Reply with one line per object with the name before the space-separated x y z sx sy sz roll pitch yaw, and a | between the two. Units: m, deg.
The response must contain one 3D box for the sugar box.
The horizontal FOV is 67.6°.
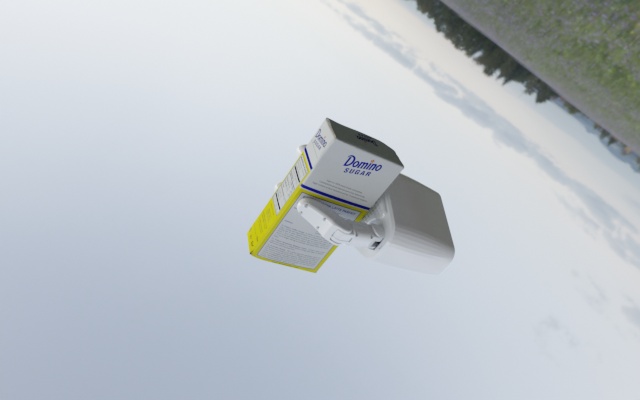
sugar box | 0.000 0.001 0.524 0.093 0.176 0.048 19 31 -31
